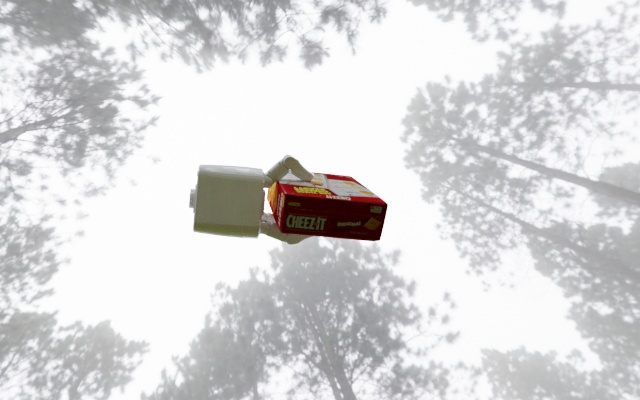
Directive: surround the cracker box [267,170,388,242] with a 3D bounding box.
[{"bbox_3d":[0.000,0.002,0.820,0.164,0.072,0.213,5,13,-13],"label":"cracker box"}]
